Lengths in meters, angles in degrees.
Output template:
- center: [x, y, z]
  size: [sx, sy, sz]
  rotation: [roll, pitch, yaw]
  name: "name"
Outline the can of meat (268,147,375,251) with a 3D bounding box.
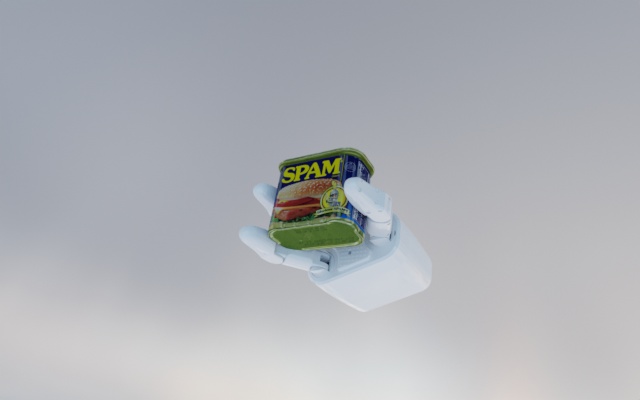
- center: [0.000, 0.002, 0.488]
  size: [0.102, 0.084, 0.057]
  rotation: [-9, -34, 28]
  name: "can of meat"
